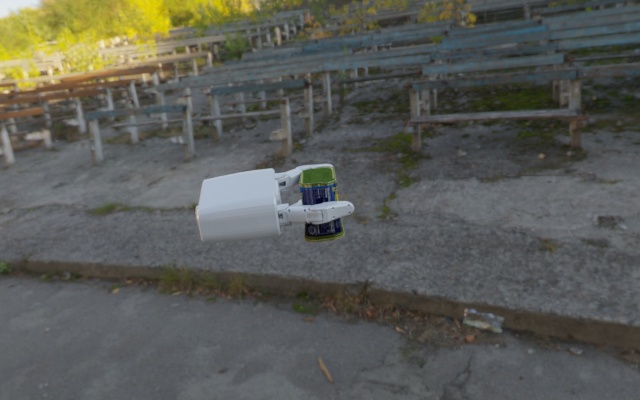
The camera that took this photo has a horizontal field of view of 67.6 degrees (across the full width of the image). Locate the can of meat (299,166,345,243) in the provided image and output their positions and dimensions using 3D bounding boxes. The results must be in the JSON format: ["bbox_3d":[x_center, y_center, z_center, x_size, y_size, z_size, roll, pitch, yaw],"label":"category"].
[{"bbox_3d":[0.000,0.002,0.692,0.057,0.084,0.102,-7,17,1],"label":"can of meat"}]
